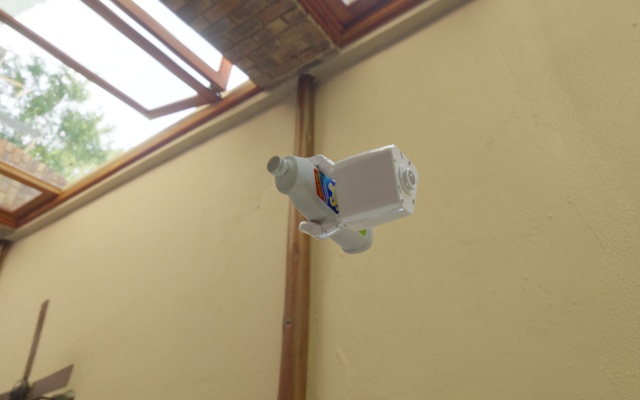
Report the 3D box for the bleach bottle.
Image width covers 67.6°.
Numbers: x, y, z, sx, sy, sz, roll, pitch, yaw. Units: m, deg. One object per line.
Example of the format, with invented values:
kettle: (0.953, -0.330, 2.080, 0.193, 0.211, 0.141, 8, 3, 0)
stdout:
bleach bottle: (0.000, 0.003, 0.827, 0.068, 0.102, 0.251, -17, -35, 33)
